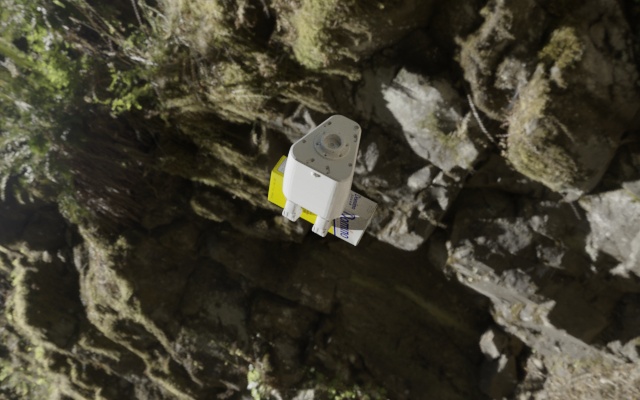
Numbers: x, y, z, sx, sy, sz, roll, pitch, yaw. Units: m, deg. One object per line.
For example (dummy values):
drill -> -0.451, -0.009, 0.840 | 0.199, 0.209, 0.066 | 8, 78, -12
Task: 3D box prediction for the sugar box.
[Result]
sugar box -> 0.000, 0.003, 0.803 | 0.176, 0.048, 0.093 | 29, -32, 8
